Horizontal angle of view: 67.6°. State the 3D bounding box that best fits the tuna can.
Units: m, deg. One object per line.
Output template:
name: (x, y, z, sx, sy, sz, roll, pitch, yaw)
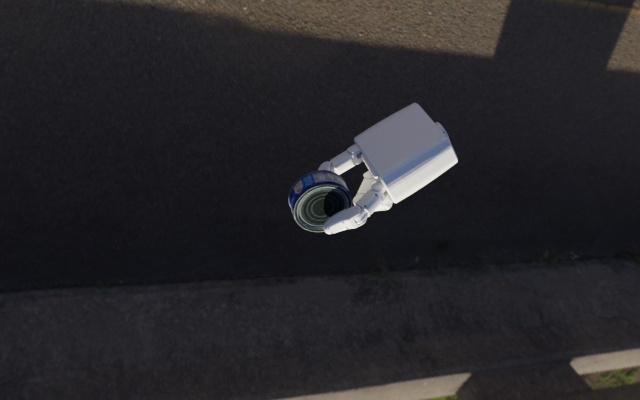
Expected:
tuna can: (0.000, 0.003, 0.665, 0.086, 0.086, 0.033, 0, 36, -16)
